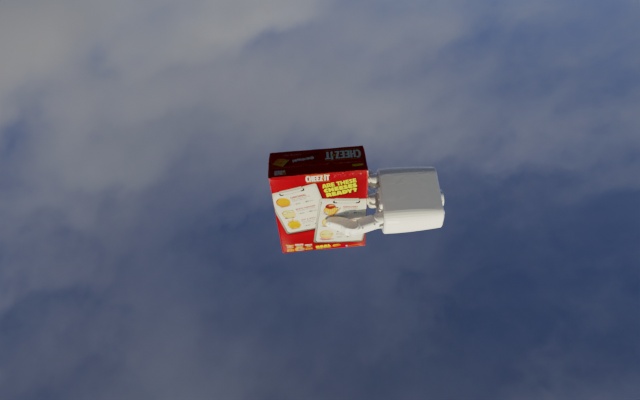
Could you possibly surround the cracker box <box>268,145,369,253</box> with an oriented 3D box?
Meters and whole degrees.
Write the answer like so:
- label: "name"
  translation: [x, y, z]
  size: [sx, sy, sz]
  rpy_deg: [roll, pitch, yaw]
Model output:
- label: "cracker box"
  translation: [0.000, 0.003, 0.866]
  size: [0.164, 0.072, 0.214]
  rpy_deg: [-5, -41, -1]
